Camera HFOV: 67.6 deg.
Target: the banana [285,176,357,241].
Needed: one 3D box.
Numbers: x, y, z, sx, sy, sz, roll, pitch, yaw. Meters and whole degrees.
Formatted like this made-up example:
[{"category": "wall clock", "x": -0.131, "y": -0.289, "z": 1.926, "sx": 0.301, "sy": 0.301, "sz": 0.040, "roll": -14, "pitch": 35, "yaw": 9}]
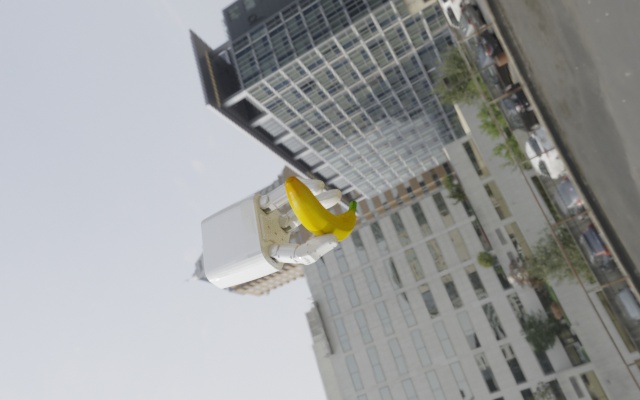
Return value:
[{"category": "banana", "x": 0.005, "y": 0.020, "z": 0.660, "sx": 0.037, "sy": 0.069, "sz": 0.198, "roll": -18, "pitch": -17, "yaw": 23}]
